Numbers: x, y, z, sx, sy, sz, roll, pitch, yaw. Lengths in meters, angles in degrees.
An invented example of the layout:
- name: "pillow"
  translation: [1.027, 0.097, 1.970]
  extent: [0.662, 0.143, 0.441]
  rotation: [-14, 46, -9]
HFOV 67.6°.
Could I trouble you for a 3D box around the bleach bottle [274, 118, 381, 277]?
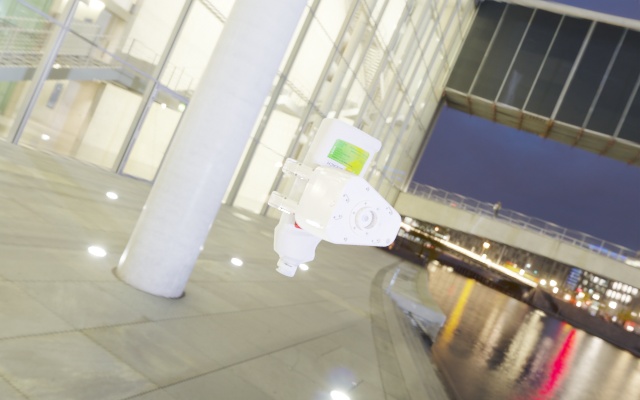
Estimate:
- name: "bleach bottle"
  translation: [0.000, 0.002, 0.757]
  extent: [0.102, 0.251, 0.068]
  rotation: [24, 0, -26]
